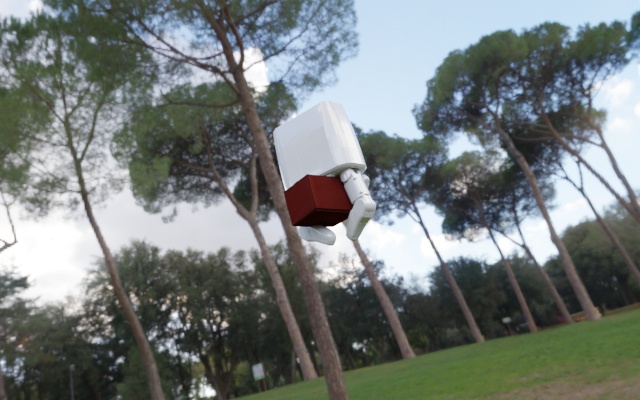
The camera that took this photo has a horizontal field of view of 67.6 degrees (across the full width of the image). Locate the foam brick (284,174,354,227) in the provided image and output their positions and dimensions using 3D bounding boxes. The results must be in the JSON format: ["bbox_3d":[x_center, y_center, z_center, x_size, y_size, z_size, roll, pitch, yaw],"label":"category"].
[{"bbox_3d":[0.000,0.002,0.631,0.078,0.051,0.053,4,-28,-44],"label":"foam brick"}]
